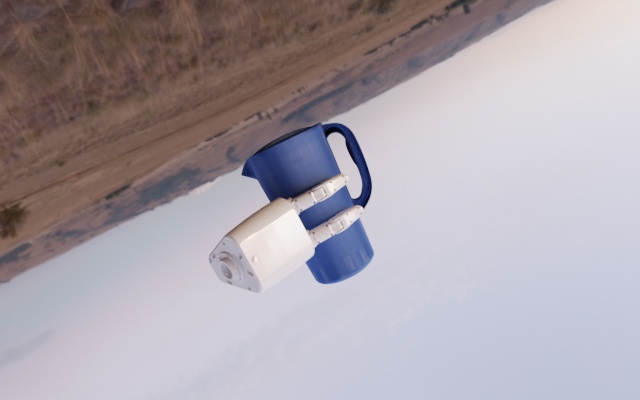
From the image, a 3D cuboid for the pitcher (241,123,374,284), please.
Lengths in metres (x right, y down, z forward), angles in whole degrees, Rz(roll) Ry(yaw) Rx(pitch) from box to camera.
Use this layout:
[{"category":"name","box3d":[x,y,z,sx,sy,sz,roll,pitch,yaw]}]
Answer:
[{"category":"pitcher","box3d":[0.000,0.003,0.767,0.149,0.243,0.145,-16,15,48]}]
